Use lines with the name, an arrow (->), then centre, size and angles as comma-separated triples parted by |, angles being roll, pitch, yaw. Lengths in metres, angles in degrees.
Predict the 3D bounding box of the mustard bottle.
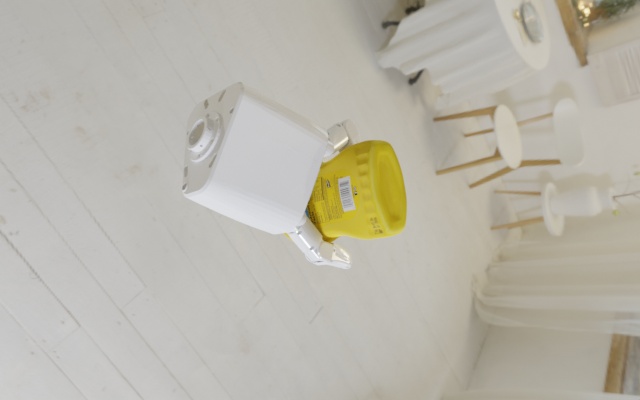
mustard bottle -> 0.001, 0.002, 0.525 | 0.191, 0.096, 0.058 | -13, -4, 43
